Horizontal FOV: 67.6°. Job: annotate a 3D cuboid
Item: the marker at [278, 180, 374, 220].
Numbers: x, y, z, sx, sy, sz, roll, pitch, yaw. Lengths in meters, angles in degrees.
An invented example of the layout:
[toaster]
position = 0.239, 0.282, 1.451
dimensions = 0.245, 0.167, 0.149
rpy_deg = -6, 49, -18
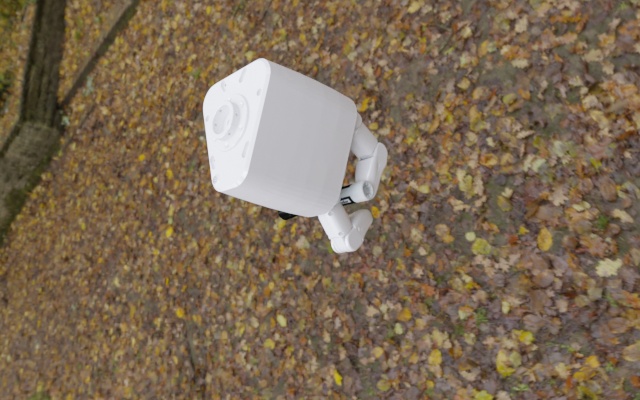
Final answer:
[marker]
position = 0.000, 0.002, 0.481
dimensions = 0.121, 0.020, 0.020
rpy_deg = -15, -10, 42
